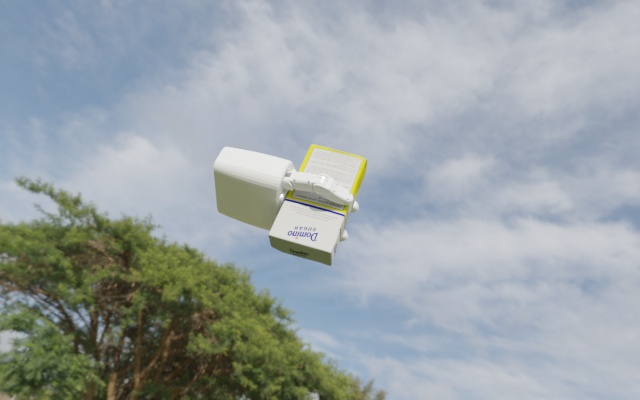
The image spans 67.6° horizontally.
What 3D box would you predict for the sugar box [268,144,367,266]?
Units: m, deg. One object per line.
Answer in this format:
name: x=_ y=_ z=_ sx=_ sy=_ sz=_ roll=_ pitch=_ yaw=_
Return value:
sugar box: x=0.000 y=0.002 z=0.700 sx=0.093 sy=0.176 sz=0.048 roll=16 pitch=-31 yaw=12
